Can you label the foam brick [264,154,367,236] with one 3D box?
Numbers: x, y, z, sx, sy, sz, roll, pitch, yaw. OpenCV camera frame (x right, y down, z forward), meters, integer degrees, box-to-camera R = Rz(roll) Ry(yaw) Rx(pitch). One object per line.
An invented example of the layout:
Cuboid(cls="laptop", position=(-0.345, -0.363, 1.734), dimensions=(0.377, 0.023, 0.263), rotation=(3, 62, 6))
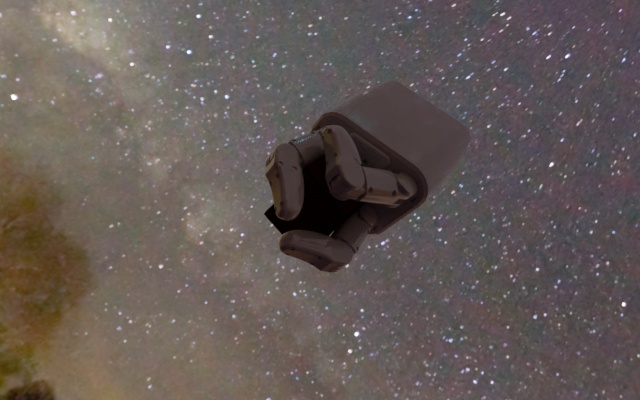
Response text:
Cuboid(cls="foam brick", position=(0.000, 0.001, 0.403), dimensions=(0.051, 0.053, 0.078), rotation=(-40, -2, -42))
